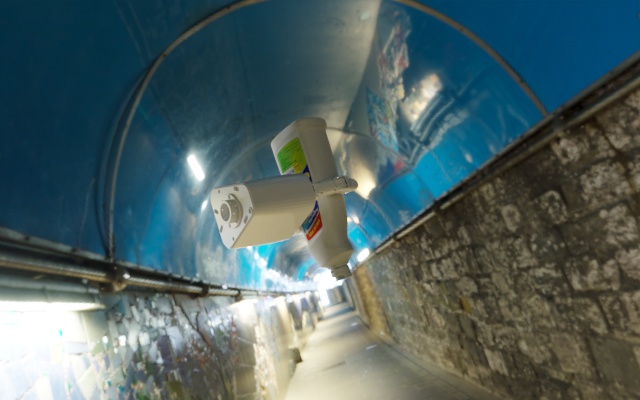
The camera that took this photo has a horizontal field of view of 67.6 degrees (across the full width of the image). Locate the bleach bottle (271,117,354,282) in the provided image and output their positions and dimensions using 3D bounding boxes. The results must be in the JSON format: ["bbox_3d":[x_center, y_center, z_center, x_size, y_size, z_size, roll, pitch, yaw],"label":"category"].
[{"bbox_3d":[0.000,0.002,0.755,0.068,0.250,0.102,-9,-15,-42],"label":"bleach bottle"}]
